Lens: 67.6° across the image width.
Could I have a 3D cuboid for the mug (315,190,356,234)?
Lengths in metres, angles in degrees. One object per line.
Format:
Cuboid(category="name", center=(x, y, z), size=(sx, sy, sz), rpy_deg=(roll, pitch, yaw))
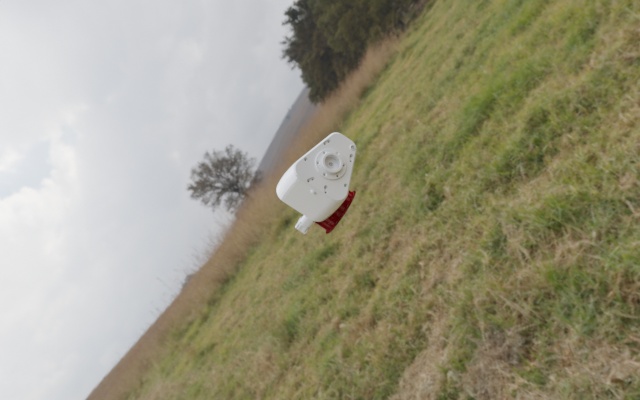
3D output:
Cuboid(category="mug", center=(0.000, 0.003, 0.864), size=(0.081, 0.093, 0.117), rpy_deg=(34, -25, -5))
